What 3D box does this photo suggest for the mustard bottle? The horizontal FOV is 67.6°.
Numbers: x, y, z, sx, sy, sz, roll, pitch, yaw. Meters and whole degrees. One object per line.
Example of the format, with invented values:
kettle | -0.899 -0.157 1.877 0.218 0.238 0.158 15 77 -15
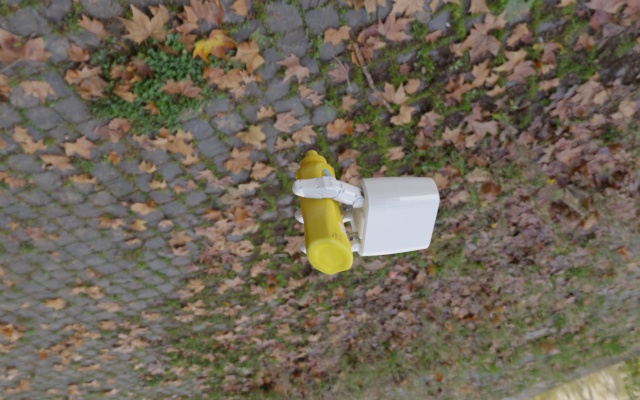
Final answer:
mustard bottle | 0.000 0.003 0.686 0.058 0.191 0.096 -19 -37 11
